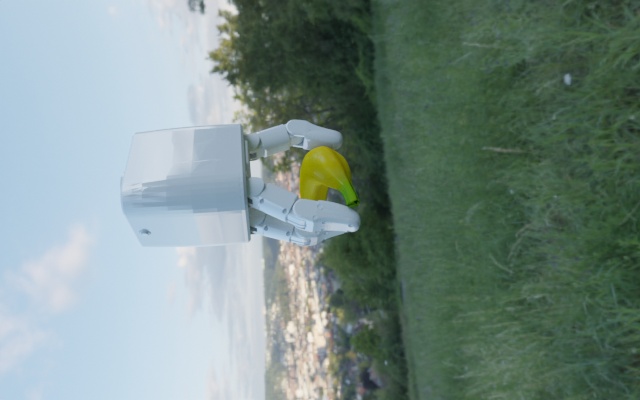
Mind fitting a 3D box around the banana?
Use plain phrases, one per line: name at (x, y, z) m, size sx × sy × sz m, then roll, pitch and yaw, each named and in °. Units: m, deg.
banana at (-0.001, -0.017, 0.508) m, size 0.037 × 0.069 × 0.198 m, roll -5°, pitch -5°, yaw -10°
